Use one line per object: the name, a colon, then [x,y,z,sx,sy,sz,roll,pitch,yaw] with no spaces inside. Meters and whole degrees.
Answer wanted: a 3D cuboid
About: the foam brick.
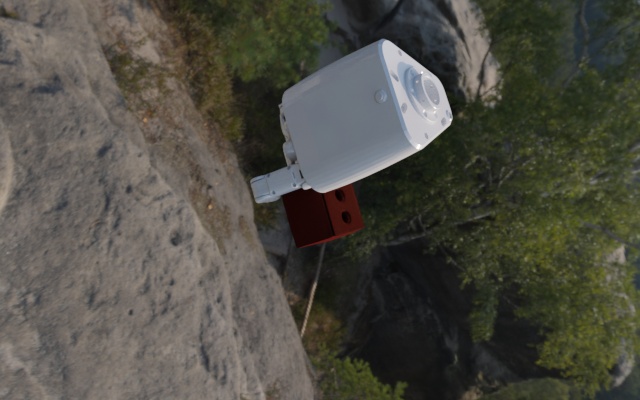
foam brick: [0.000,0.002,0.470,0.051,0.078,0.053,-20,-6,36]
